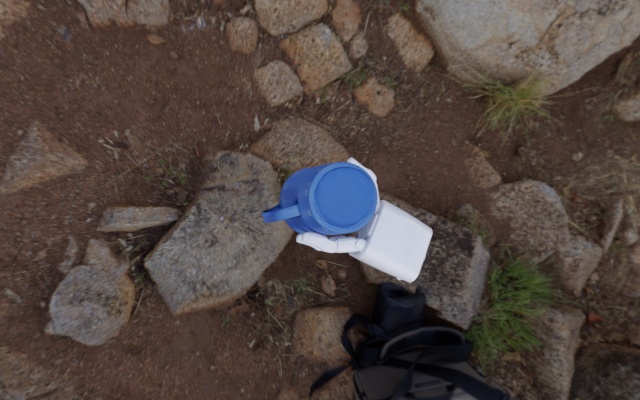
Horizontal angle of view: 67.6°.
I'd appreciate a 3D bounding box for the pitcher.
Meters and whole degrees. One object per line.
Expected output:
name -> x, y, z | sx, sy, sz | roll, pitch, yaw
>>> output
pitcher -> 0.000, 0.003, 0.816 | 0.145, 0.149, 0.243 | 30, -8, -10
